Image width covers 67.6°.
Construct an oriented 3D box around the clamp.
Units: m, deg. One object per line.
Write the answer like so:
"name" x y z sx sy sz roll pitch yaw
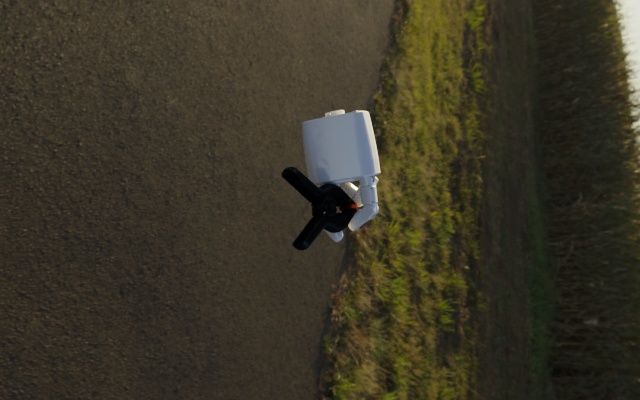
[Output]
"clamp" 0.001 0.002 0.738 0.039 0.120 0.171 -7 3 31
